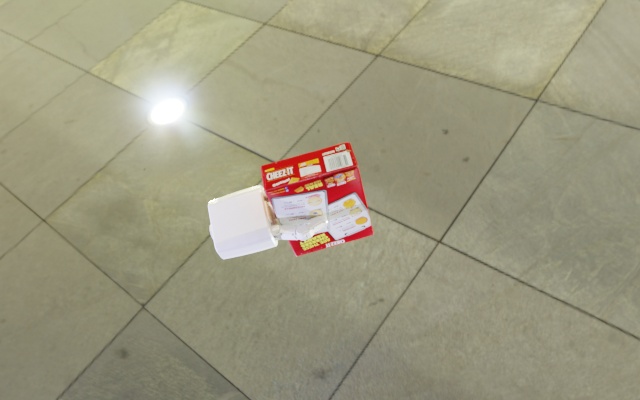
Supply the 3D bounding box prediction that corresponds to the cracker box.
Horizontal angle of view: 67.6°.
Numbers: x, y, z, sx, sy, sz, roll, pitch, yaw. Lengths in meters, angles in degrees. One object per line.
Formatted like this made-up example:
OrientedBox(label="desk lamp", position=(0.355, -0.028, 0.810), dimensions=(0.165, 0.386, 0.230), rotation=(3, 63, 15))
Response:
OrientedBox(label="cracker box", position=(0.000, 0.003, 0.886), dimensions=(0.164, 0.072, 0.214), rotation=(-16, -39, 3))
